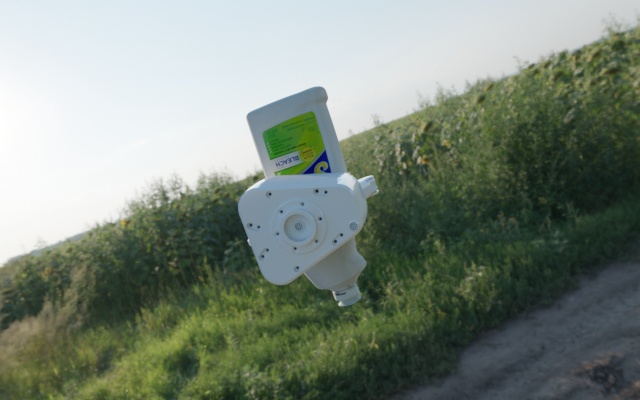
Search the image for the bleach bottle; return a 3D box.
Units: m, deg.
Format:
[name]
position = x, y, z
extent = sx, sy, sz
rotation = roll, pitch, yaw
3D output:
[bleach bottle]
position = 0.000, 0.002, 0.567
extent = 0.102, 0.251, 0.068
rotation = -20, 4, 7
